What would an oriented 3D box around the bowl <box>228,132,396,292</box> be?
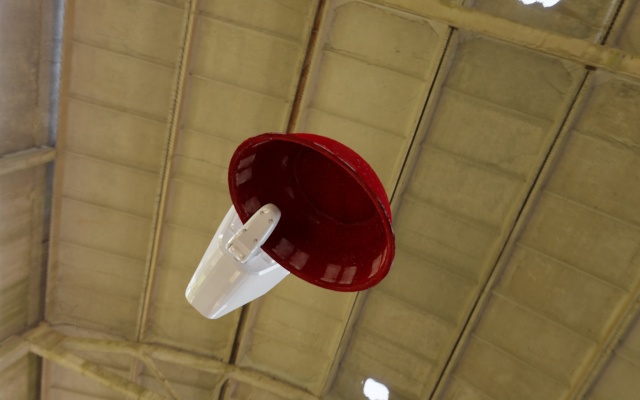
[{"bbox_3d":[0.001,0.001,0.411,0.162,0.162,0.055,0,35,39],"label":"bowl"}]
